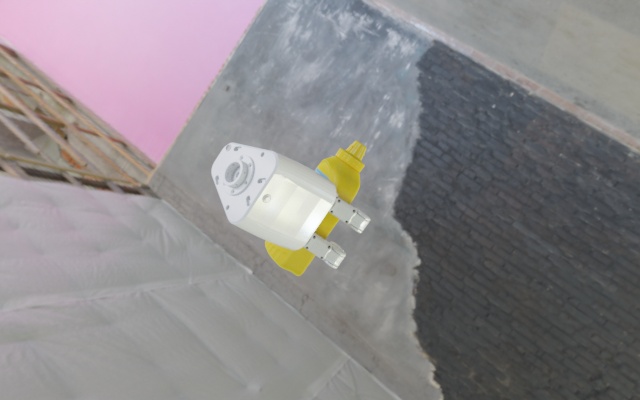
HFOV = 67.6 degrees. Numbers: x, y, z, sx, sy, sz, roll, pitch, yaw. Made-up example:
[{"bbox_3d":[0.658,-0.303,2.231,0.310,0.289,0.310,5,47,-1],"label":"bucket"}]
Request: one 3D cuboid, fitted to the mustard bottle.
[{"bbox_3d":[0.000,0.002,0.648,0.058,0.191,0.096,32,7,-23],"label":"mustard bottle"}]
